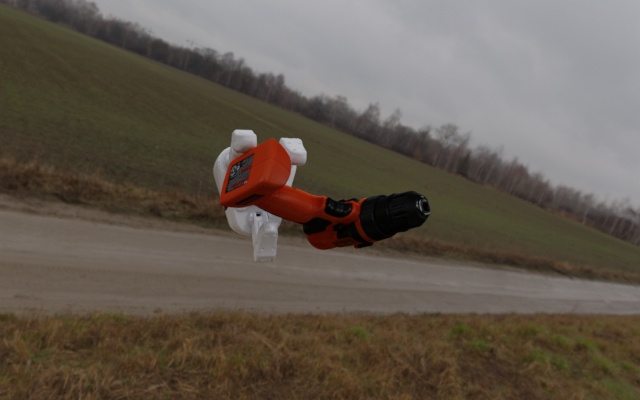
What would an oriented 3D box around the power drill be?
[{"bbox_3d":[0.000,0.002,0.527,0.188,0.057,0.184,27,-30,-32],"label":"power drill"}]
